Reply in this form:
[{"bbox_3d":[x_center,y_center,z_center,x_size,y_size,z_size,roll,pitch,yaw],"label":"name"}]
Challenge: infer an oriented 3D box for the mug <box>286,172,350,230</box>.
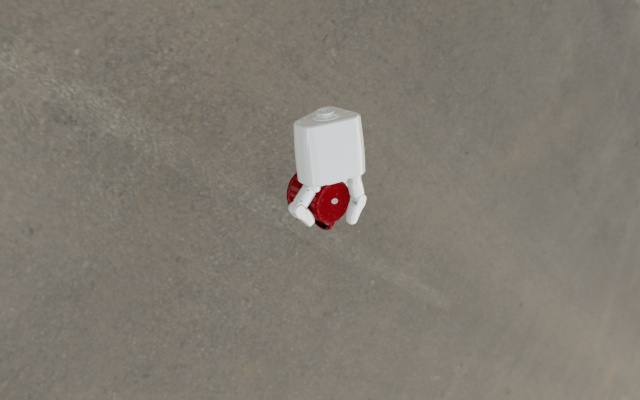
[{"bbox_3d":[0.000,0.004,0.874,0.093,0.117,0.081,-25,33,-32],"label":"mug"}]
